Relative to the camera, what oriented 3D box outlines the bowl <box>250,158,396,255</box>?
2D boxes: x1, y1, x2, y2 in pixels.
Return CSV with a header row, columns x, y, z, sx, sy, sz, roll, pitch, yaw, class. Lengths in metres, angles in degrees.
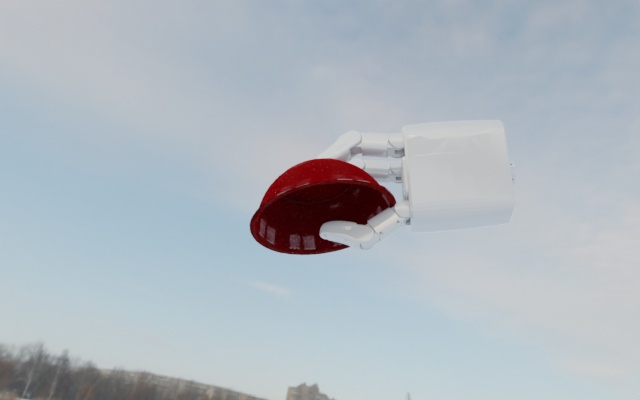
x,y,z,sx,sy,sz,roll,pitch,yaw,class
-0.001,0.001,0.532,0.162,0.055,0.162,-8,-31,-5,bowl
